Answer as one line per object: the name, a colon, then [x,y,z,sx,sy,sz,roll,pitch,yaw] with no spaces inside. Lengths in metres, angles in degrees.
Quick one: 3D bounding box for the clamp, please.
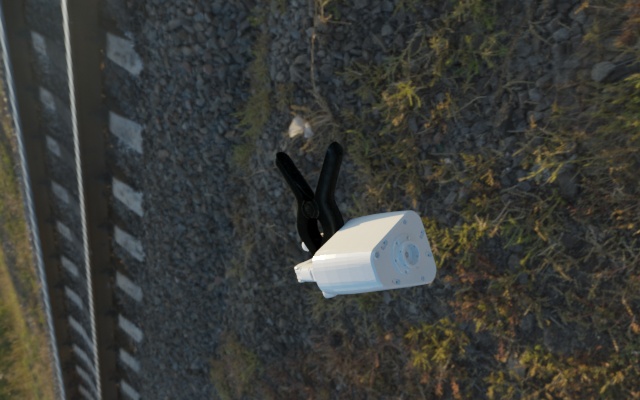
clamp: [0.000,0.002,0.652,0.039,0.171,0.120,-20,3,-39]
